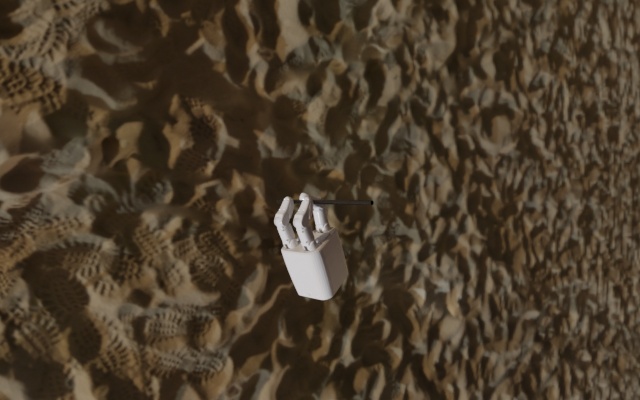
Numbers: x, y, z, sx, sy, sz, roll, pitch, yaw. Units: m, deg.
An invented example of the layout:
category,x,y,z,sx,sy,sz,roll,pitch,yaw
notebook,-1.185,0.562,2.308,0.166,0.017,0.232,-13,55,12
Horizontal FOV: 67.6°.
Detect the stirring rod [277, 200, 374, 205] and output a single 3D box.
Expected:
category,x,y,z,sx,sy,sz,roll,pitch,yaw
stirring rod,0.000,0.003,0.878,0.239,0.011,0.011,1,0,45
